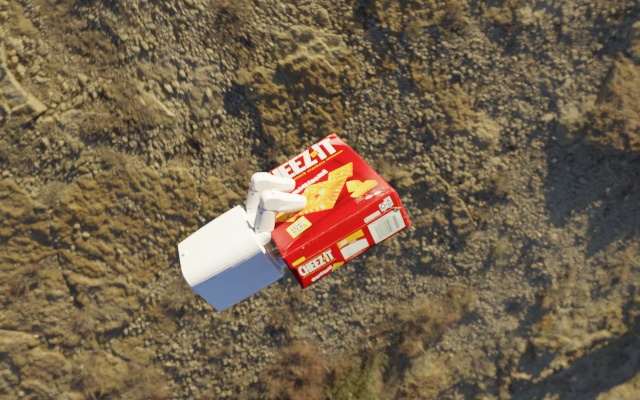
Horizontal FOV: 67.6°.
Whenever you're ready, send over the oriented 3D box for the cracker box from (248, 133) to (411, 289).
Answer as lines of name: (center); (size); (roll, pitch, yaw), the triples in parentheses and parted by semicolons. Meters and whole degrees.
cracker box: (0.000, 0.002, 0.676); (0.164, 0.072, 0.213); (-31, 34, -3)
